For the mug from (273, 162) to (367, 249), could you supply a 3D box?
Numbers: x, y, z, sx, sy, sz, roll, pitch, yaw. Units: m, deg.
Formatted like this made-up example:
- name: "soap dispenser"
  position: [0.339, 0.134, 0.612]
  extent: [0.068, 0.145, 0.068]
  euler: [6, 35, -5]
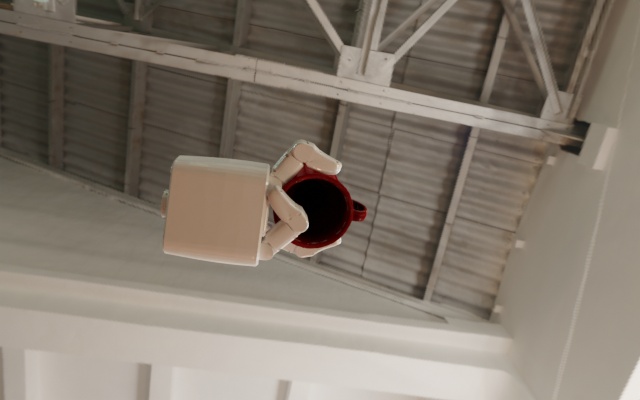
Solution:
- name: "mug"
  position: [0.002, 0.002, 0.588]
  extent: [0.117, 0.093, 0.081]
  euler: [9, 19, -9]
